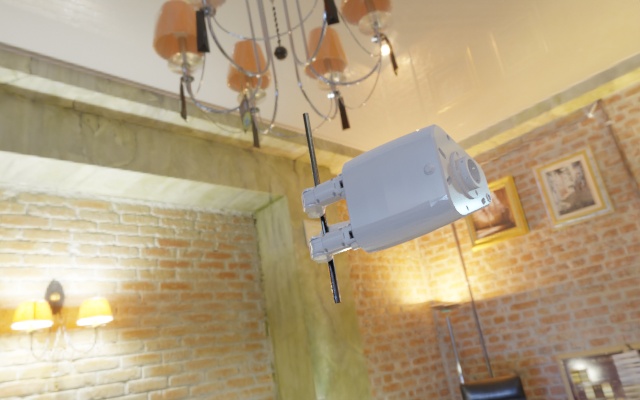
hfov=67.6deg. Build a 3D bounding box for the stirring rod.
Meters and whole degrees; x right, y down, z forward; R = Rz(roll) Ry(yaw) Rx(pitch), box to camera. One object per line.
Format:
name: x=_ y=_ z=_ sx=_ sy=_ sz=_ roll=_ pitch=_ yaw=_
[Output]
stirring rod: x=0.000 y=0.002 z=0.571 sx=0.011 sy=0.239 sz=0.011 roll=-9 pitch=-19 yaw=-3
